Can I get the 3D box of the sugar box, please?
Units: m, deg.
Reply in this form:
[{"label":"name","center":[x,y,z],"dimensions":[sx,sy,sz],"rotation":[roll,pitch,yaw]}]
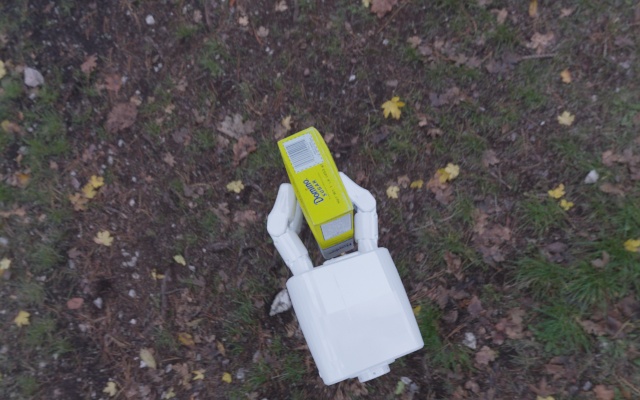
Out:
[{"label":"sugar box","center":[0.000,0.002,0.518],"dimensions":[0.048,0.093,0.176],"rotation":[-22,-18,-5]}]
